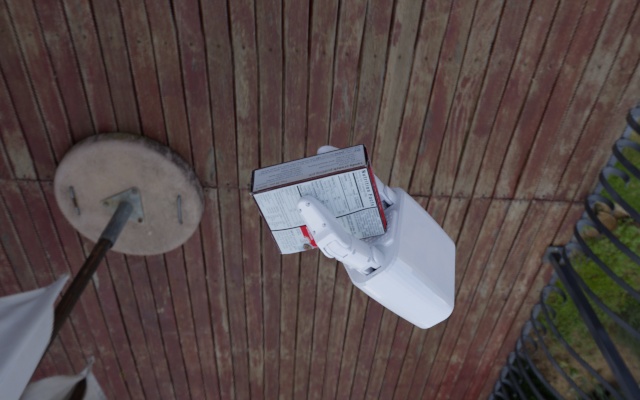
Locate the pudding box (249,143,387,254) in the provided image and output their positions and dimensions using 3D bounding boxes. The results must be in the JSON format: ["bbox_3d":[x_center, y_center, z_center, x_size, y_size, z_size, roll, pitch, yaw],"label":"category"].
[{"bbox_3d":[0.000,0.002,0.456,0.113,0.090,0.039,-14,40,8],"label":"pudding box"}]
